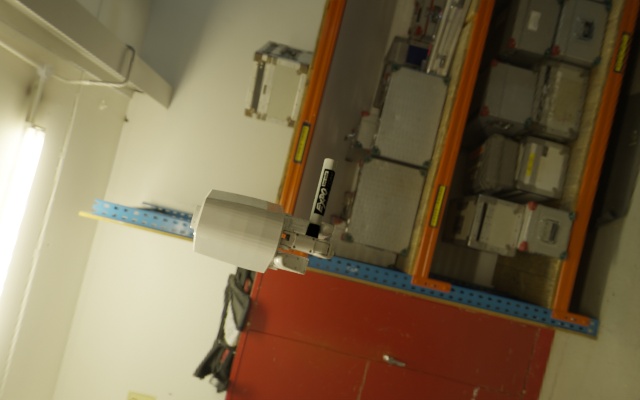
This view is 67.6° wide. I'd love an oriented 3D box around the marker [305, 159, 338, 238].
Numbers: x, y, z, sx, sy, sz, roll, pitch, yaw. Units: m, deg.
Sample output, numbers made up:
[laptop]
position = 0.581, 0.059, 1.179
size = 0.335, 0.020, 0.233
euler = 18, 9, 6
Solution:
[marker]
position = 0.000, 0.002, 0.649
size = 0.020, 0.121, 0.020
euler = 14, -11, 3
